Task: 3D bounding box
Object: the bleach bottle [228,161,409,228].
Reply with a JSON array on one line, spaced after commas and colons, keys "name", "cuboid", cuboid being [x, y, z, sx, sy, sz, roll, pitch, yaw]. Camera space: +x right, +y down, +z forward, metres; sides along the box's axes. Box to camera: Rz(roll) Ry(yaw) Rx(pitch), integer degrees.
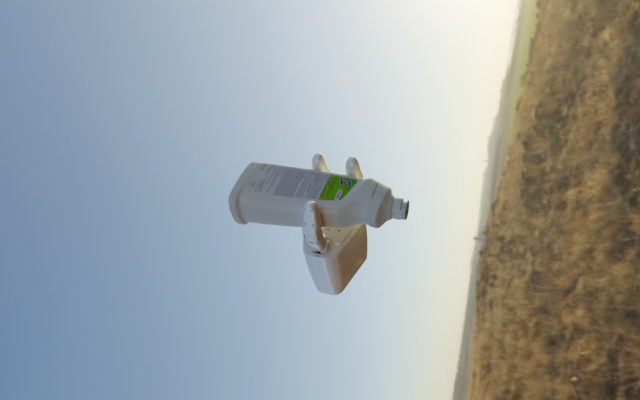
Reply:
[{"name": "bleach bottle", "cuboid": [0.000, 0.002, 0.696, 0.251, 0.102, 0.068, 8, -42, 18]}]
